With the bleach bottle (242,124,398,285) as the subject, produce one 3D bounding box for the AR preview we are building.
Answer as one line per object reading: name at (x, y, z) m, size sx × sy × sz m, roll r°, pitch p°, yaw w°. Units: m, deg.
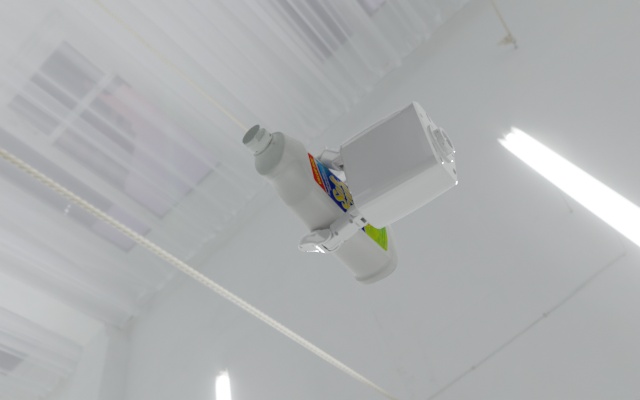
bleach bottle at (0.000, 0.002, 0.601) m, size 0.068 × 0.102 × 0.251 m, roll -31°, pitch -55°, yaw 25°
